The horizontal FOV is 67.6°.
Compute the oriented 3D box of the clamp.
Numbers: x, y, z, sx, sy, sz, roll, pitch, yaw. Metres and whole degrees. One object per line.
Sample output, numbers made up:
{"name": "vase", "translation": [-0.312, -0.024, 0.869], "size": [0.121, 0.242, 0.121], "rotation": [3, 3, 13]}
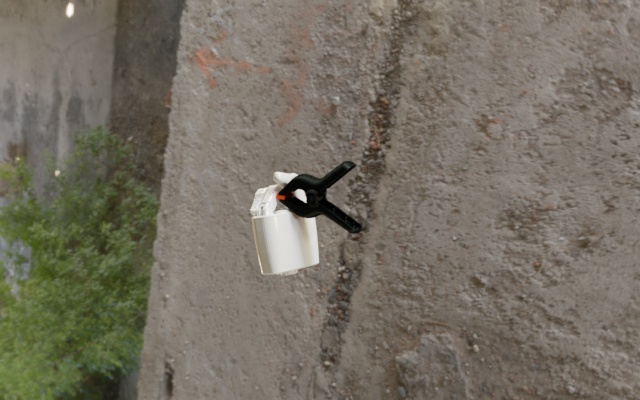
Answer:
{"name": "clamp", "translation": [0.000, 0.003, 0.818], "size": [0.171, 0.120, 0.039], "rotation": [-8, 3, 40]}
